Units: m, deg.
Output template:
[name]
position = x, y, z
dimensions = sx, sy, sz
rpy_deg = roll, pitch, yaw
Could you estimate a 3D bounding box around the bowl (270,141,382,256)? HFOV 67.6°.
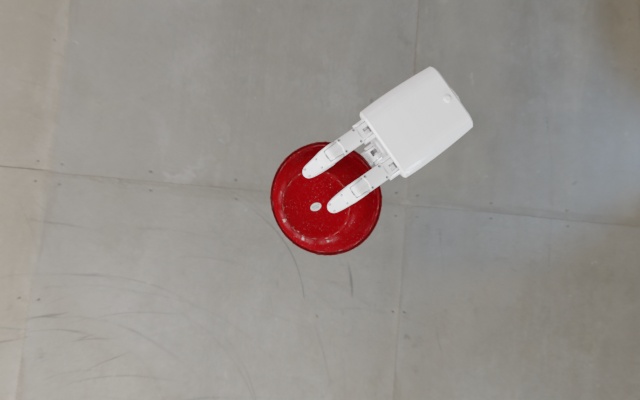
[bowl]
position = -0.001, 0.003, 0.647
dimensions = 0.162, 0.162, 0.055
rpy_deg = 0, 8, 14
